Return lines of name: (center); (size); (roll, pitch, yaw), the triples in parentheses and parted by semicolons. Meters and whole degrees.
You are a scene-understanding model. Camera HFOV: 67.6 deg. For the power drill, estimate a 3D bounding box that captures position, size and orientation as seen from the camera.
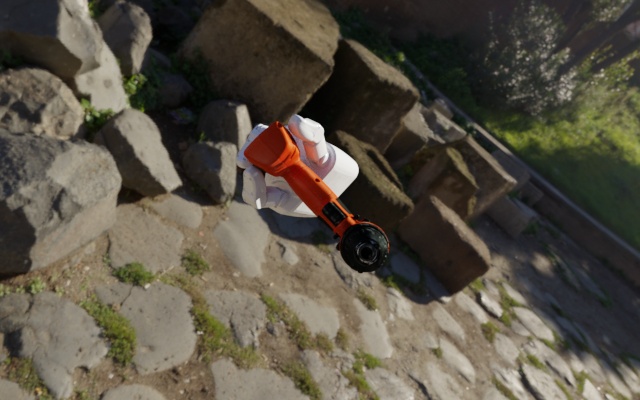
power drill: (0.000, 0.001, 0.524); (0.057, 0.187, 0.184); (-42, -4, -1)
